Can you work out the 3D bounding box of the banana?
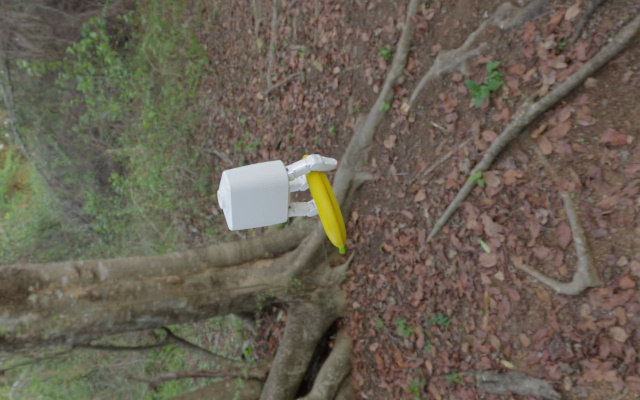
[{"bbox_3d":[0.005,0.002,0.860,0.037,0.197,0.070,-17,-9,-16],"label":"banana"}]
